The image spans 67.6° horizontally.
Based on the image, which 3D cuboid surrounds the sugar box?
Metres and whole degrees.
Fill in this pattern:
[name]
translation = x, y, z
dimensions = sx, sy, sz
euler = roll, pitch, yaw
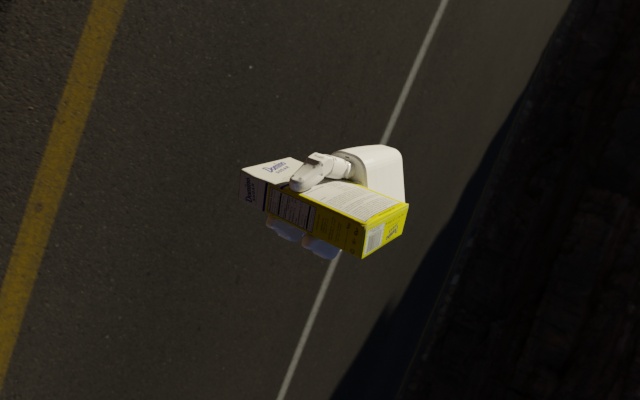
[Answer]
[sugar box]
translation = 0.000, 0.002, 0.549
dimensions = 0.176, 0.048, 0.093
euler = 22, 25, 32
